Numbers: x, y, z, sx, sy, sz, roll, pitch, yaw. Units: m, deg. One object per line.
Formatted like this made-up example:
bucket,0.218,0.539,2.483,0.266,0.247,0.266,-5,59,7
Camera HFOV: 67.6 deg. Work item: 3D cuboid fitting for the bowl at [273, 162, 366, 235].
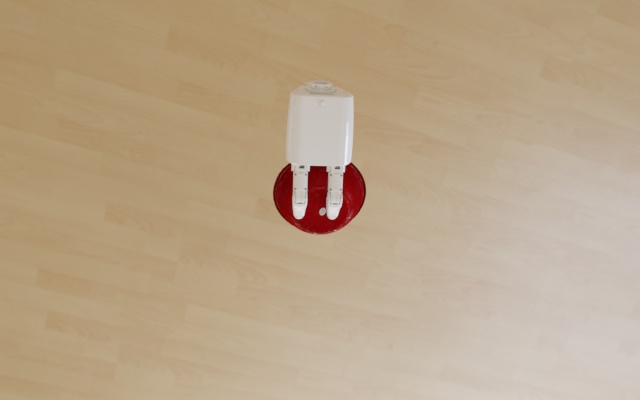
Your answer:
bowl,0.000,0.004,0.805,0.162,0.162,0.055,0,33,-4
